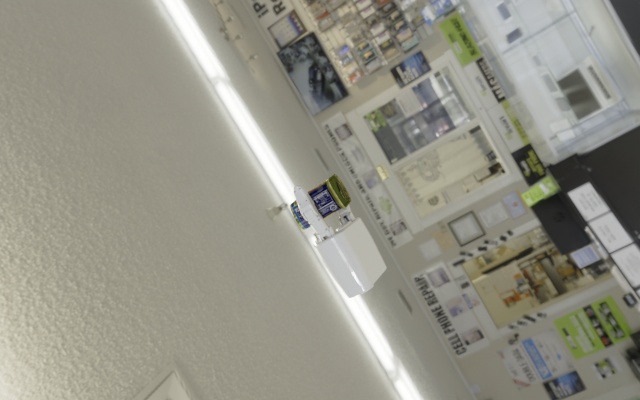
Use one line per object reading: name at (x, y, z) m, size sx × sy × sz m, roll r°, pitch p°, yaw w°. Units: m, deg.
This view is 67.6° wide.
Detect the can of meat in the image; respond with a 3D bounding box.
can of meat at (0.000, 0.003, 0.833) m, size 0.084 × 0.057 × 0.102 m, roll -31°, pitch 3°, yaw 14°
